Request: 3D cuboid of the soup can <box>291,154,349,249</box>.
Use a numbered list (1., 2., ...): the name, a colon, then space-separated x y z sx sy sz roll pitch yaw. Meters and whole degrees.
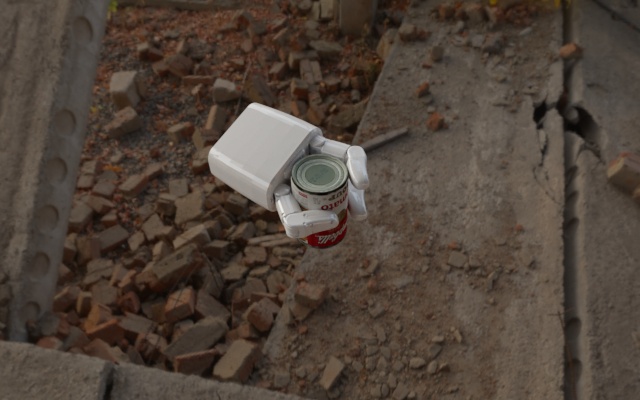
1. soup can: 0.000 0.002 0.583 0.068 0.068 0.102 0 -43 1
